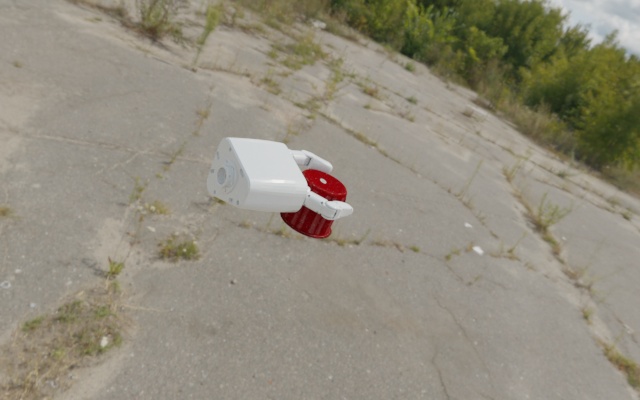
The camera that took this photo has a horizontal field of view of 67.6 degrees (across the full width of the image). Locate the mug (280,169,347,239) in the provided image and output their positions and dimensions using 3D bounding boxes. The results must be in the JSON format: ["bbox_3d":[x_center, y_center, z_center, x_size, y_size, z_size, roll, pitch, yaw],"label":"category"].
[{"bbox_3d":[0.001,0.002,0.785,0.117,0.081,0.093,1,33,-45],"label":"mug"}]
